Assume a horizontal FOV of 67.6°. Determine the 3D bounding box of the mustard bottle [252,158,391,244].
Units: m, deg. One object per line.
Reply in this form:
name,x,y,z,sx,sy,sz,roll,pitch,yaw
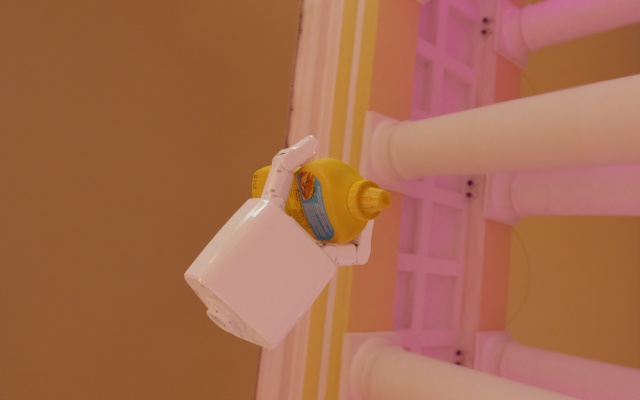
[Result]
mustard bottle,0.000,0.002,0.534,0.058,0.096,0.191,-24,14,-38
